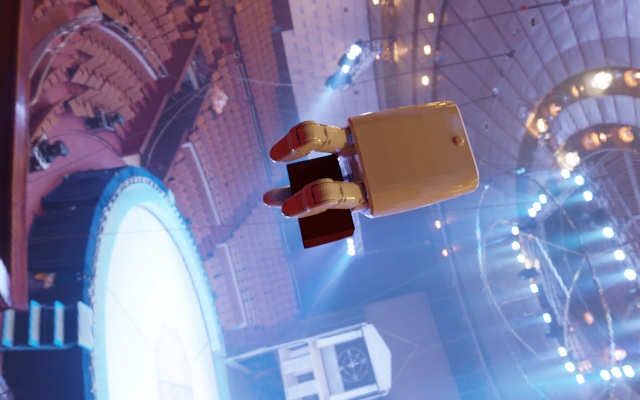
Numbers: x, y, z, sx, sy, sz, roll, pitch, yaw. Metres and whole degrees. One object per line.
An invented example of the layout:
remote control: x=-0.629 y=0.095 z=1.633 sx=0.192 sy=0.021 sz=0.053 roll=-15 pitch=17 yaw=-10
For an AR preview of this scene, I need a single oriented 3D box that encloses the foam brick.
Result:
foam brick: x=0.000 y=0.002 z=0.467 sx=0.051 sy=0.078 sz=0.053 roll=-12 pitch=-12 yaw=-3
